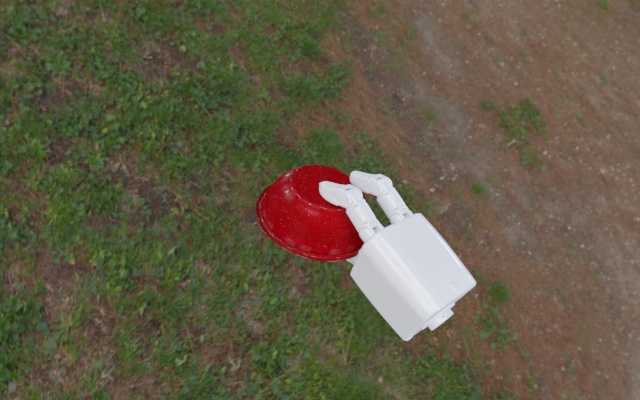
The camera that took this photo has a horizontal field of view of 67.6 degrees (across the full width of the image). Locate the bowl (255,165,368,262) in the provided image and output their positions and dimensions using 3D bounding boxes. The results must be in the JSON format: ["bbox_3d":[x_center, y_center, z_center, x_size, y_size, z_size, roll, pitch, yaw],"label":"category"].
[{"bbox_3d":[-0.001,0.001,0.620,0.162,0.055,0.162,11,38,-9],"label":"bowl"}]
